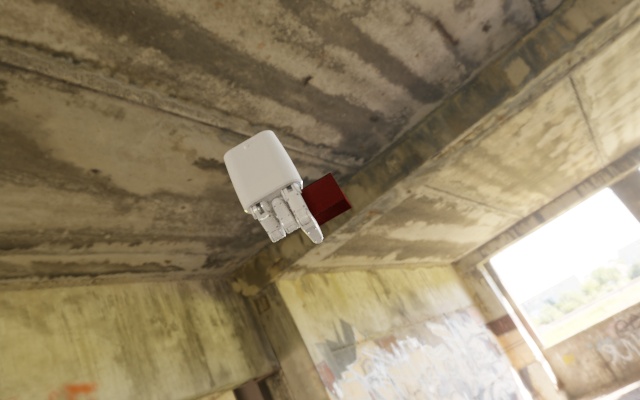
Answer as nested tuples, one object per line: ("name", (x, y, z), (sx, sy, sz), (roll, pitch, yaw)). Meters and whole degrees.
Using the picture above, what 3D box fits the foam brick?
("foam brick", (0.000, 0.002, 0.750), (0.078, 0.051, 0.053), (-30, -23, 3))
